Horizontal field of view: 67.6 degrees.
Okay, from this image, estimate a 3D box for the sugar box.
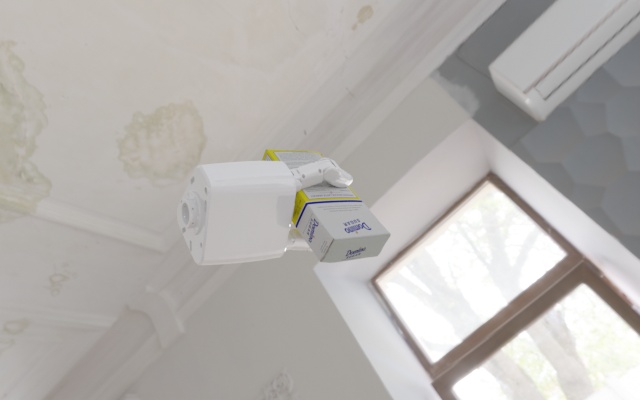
[{"bbox_3d":[0.000,0.002,0.607,0.093,0.048,0.176,-1,42,-37],"label":"sugar box"}]
